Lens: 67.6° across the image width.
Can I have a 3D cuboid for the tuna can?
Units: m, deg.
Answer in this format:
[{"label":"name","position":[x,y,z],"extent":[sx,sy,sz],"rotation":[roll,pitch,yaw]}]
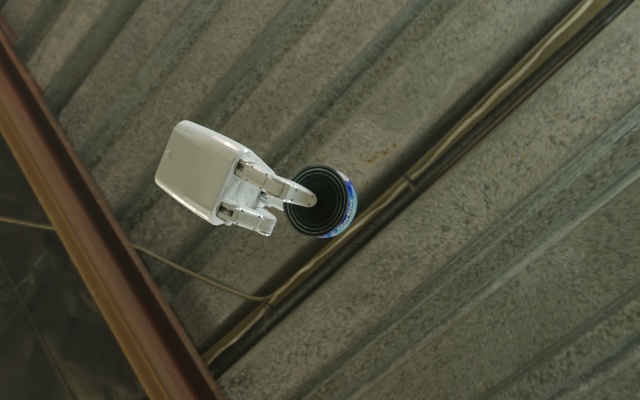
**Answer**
[{"label":"tuna can","position":[0.000,0.002,0.570],"extent":[0.086,0.086,0.034],"rotation":[0,-7,27]}]
